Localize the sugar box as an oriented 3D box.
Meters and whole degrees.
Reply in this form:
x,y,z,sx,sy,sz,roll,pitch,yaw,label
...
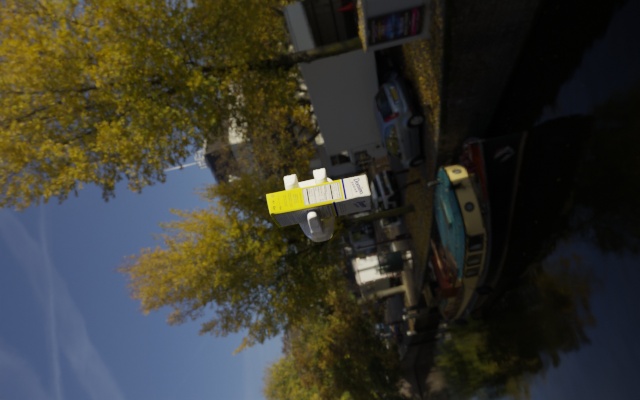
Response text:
x,y,z,sx,sy,sz,roll,pitch,yaw,label
0.000,0.002,0.852,0.176,0.048,0.093,-13,-17,2,sugar box
